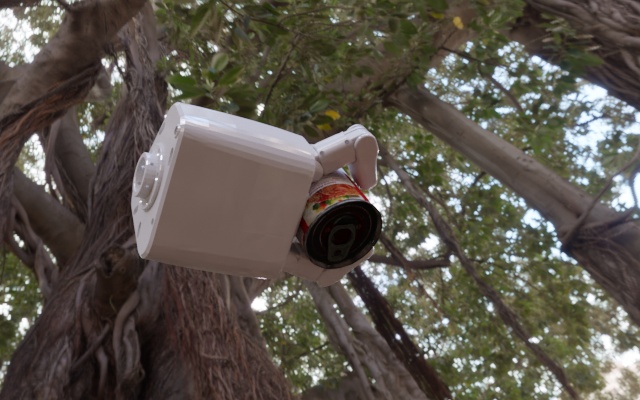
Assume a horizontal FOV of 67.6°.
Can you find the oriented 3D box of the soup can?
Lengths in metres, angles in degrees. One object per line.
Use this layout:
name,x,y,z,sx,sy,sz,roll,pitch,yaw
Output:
soup can,0.000,0.001,0.416,0.068,0.068,0.102,0,33,-27
